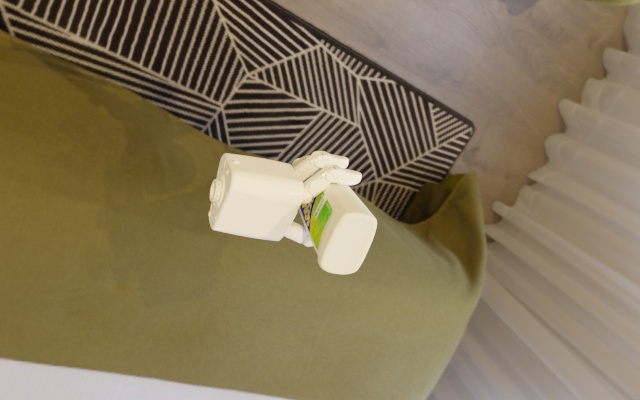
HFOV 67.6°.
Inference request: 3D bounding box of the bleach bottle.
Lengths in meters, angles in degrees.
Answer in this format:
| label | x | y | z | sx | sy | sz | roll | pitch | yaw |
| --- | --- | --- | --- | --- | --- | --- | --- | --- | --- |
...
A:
| label | x | y | z | sx | sy | sz | roll | pitch | yaw |
| --- | --- | --- | --- | --- | --- | --- | --- | --- | --- |
| bleach bottle | 0.000 | 0.002 | 0.748 | 0.068 | 0.102 | 0.250 | 11 | 23 | -26 |
